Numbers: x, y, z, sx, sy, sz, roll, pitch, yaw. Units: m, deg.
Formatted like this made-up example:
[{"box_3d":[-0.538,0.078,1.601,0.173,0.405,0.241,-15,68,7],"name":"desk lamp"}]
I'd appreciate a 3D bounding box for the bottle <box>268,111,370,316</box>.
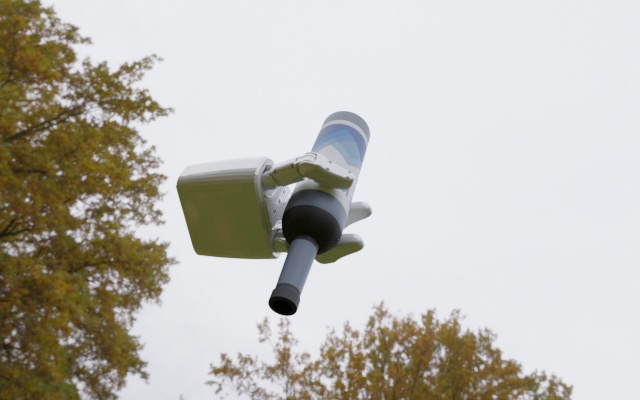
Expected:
[{"box_3d":[0.000,0.002,0.534,0.069,0.069,0.295,0,39,18],"name":"bottle"}]
